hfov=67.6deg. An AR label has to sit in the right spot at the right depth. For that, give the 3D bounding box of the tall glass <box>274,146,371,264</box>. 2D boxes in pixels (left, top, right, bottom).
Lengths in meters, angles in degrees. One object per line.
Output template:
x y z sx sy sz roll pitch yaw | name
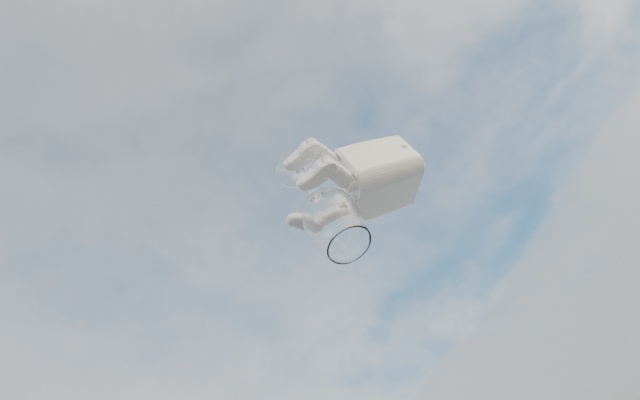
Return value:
0.000 0.002 0.675 0.079 0.079 0.201 0 34 -26 | tall glass
